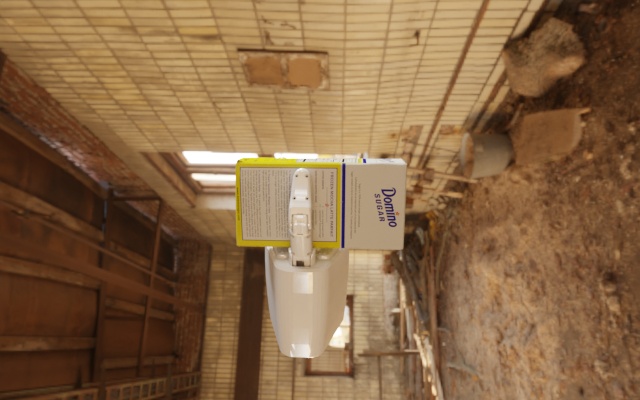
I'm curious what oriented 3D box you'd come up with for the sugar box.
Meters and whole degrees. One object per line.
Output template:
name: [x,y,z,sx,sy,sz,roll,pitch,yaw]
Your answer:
sugar box: [0.000,0.002,0.508,0.176,0.093,0.048,1,13,1]
